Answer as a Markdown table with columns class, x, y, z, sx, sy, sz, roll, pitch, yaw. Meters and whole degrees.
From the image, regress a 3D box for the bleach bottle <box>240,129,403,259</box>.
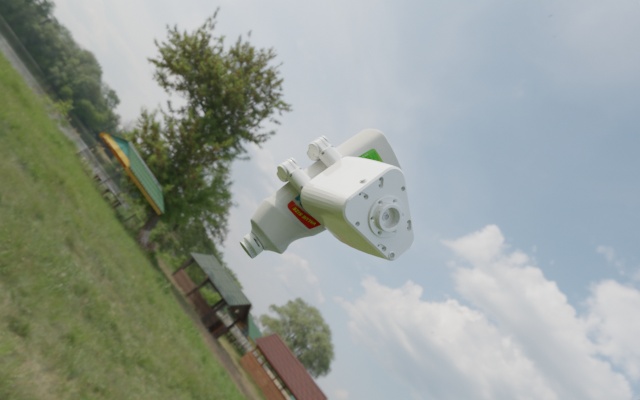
| class | x | y | z | sx | sy | sz | roll | pitch | yaw |
| --- | --- | --- | --- | --- | --- | --- | --- | --- | --- |
| bleach bottle | 0.000 | 0.002 | 0.677 | 0.251 | 0.103 | 0.068 | -36 | 24 | -17 |
